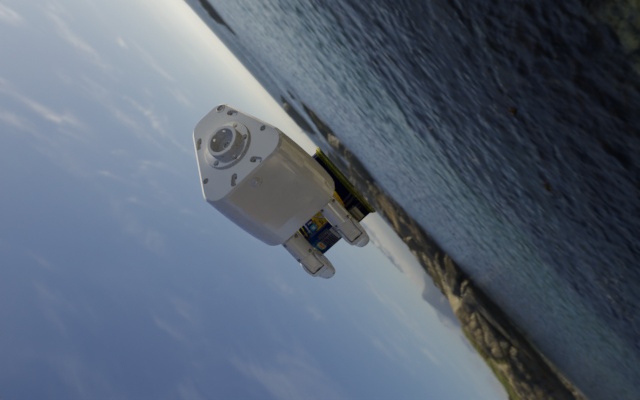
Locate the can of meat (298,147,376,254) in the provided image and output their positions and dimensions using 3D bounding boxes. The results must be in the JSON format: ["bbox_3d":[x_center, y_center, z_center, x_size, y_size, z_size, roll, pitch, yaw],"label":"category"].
[{"bbox_3d":[0.000,0.002,0.560,0.102,0.084,0.057,50,4,33],"label":"can of meat"}]
